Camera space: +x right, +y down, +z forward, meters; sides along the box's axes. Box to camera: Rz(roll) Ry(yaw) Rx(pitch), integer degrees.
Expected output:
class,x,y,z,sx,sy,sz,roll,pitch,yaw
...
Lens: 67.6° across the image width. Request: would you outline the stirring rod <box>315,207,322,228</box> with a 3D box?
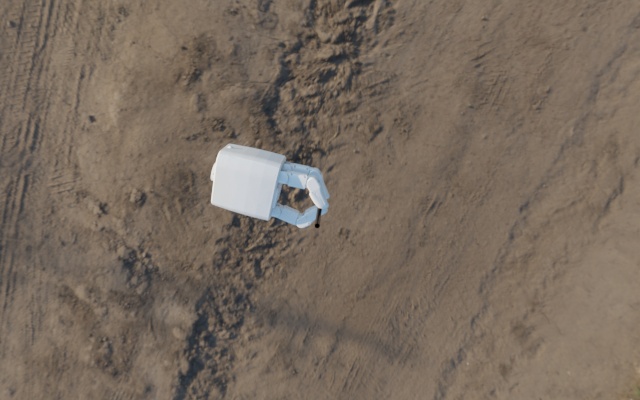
class,x,y,z,sx,sy,sz,roll,pitch,yaw
stirring rod,0.000,0.003,0.840,0.011,0.011,0.239,0,17,3
